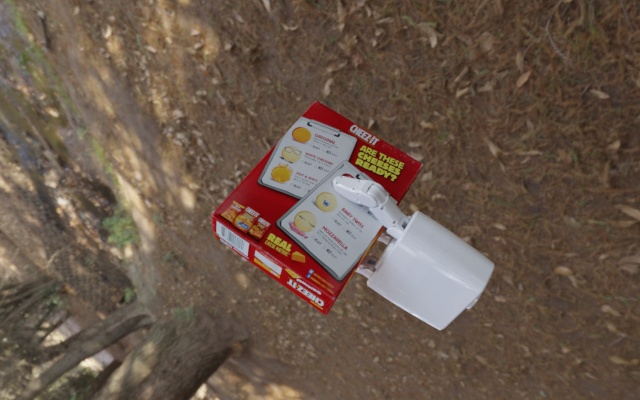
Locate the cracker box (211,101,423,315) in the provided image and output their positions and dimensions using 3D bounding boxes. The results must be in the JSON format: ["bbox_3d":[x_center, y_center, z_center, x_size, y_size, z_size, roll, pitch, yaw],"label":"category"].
[{"bbox_3d":[0.000,0.002,0.580,0.164,0.213,0.072,33,-30,9],"label":"cracker box"}]
